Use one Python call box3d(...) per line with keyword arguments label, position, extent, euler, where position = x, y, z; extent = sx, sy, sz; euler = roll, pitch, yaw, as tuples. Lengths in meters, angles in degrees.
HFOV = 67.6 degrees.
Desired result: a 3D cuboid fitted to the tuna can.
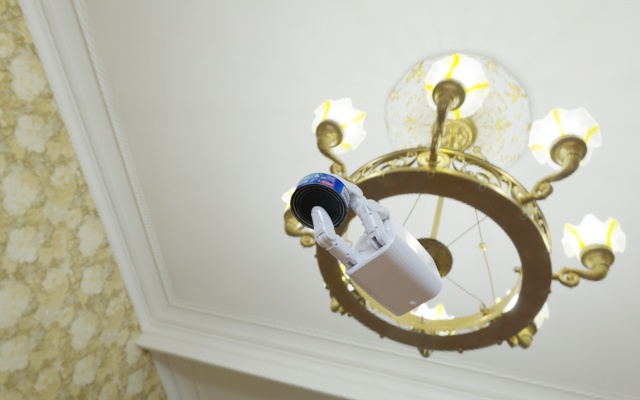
box3d(label="tuna can", position=(0.000, 0.002, 0.701), extent=(0.086, 0.086, 0.033), euler=(0, 35, 17))
